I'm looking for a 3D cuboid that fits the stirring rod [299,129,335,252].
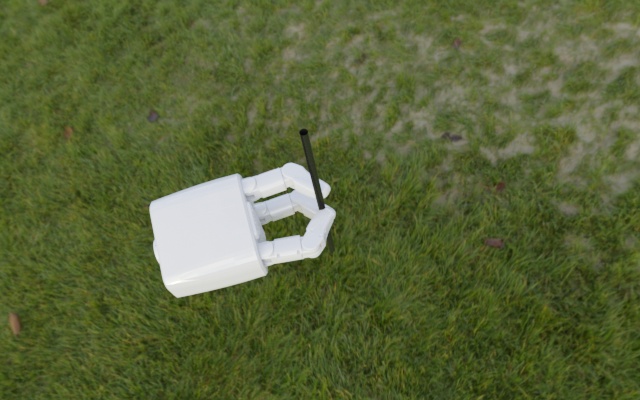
[{"bbox_3d":[0.000,0.002,0.529,0.011,0.011,0.240,0,-32,8],"label":"stirring rod"}]
